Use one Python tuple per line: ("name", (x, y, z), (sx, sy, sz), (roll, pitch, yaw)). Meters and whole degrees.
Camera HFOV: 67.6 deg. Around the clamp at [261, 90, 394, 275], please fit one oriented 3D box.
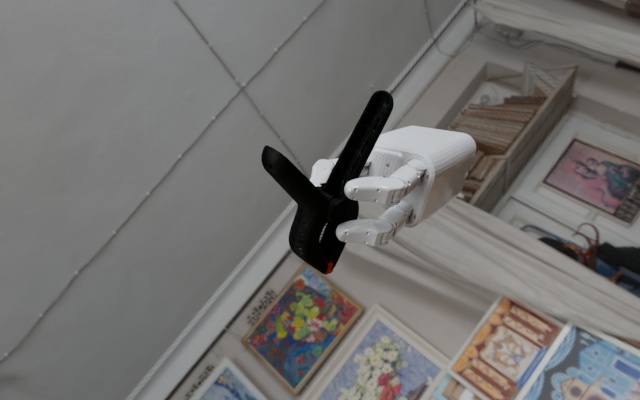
("clamp", (0.000, 0.002, 0.487), (0.036, 0.210, 0.164), (34, 42, 31))
